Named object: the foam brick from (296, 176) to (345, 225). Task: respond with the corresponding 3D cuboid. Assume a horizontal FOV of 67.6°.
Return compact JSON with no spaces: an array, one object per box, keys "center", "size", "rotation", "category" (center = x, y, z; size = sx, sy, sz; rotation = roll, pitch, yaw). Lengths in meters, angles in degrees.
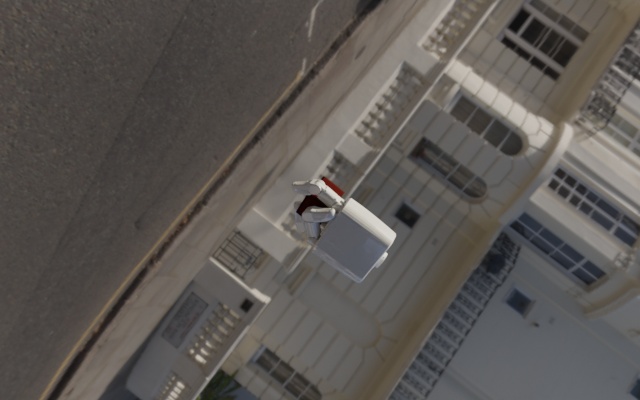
[{"center":[0.000,0.003,0.884],"size":[0.051,0.053,0.078],"rotation":[36,37,3],"category":"foam brick"}]
